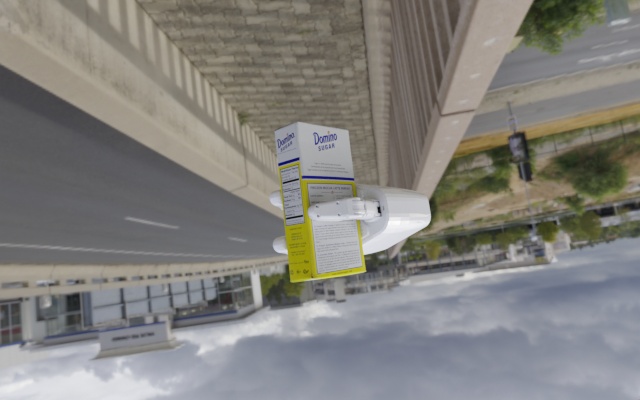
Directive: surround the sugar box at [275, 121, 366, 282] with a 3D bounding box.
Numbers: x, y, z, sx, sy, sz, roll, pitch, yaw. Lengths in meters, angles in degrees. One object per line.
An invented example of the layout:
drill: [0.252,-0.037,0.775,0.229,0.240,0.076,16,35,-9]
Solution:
sugar box: [0.000,0.002,0.560,0.048,0.176,0.093,-15,-11,42]
